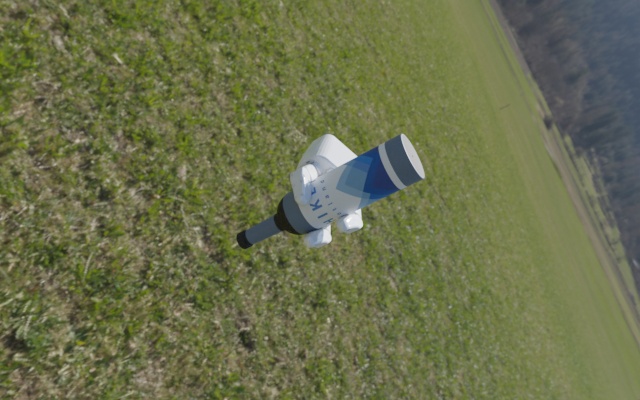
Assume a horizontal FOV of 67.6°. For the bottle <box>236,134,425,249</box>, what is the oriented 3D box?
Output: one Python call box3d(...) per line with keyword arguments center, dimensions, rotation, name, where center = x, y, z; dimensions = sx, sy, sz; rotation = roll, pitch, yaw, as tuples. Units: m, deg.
box3d(center=(0.000, 0.002, 0.683), dimensions=(0.296, 0.069, 0.069), rotation=(-27, -11, 22), name="bottle")
